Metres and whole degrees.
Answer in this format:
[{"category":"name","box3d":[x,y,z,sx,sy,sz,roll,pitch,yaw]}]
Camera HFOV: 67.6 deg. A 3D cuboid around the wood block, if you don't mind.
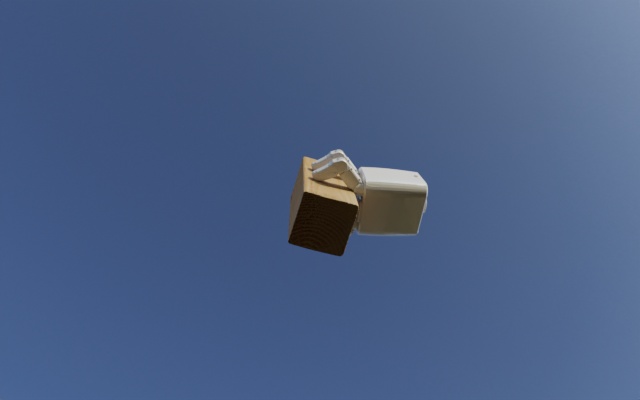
[{"category":"wood block","box3d":[0.000,0.003,0.816,0.090,0.091,0.206,15,18,-7]}]
